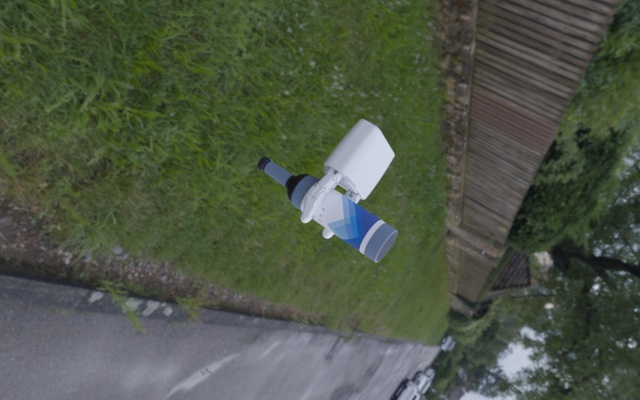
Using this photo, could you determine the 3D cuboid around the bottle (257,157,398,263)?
[{"bbox_3d":[0.000,0.003,0.872,0.295,0.069,0.069,34,14,21],"label":"bottle"}]
